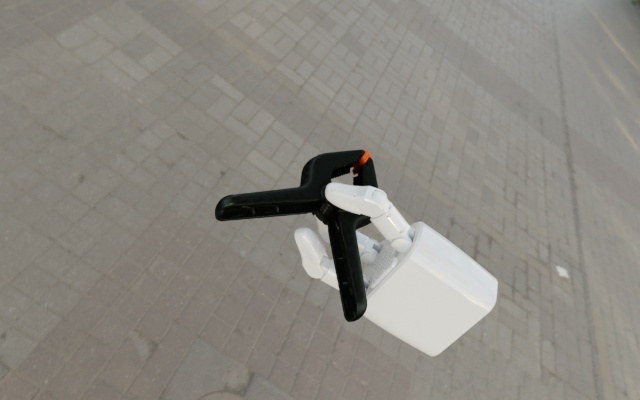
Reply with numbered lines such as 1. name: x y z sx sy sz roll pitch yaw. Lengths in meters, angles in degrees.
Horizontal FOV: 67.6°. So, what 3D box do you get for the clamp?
1. clamp: 0.001 0.001 0.491 0.164 0.209 0.036 34 -47 -6
